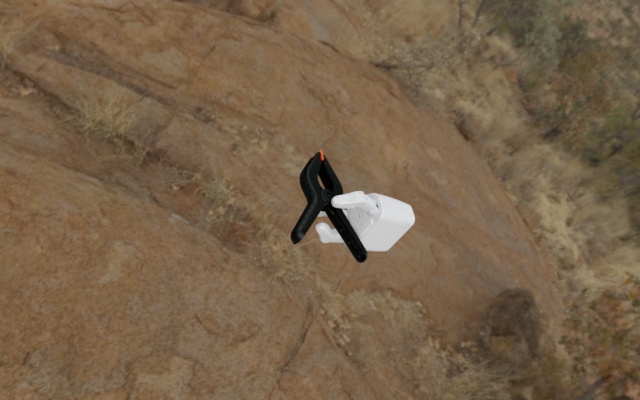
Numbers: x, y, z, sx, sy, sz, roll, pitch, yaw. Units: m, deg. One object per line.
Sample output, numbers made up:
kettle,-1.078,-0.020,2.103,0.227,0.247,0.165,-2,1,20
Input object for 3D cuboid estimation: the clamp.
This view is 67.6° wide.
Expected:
clamp,0.001,0.002,0.825,0.164,0.210,0.036,14,-37,-44
